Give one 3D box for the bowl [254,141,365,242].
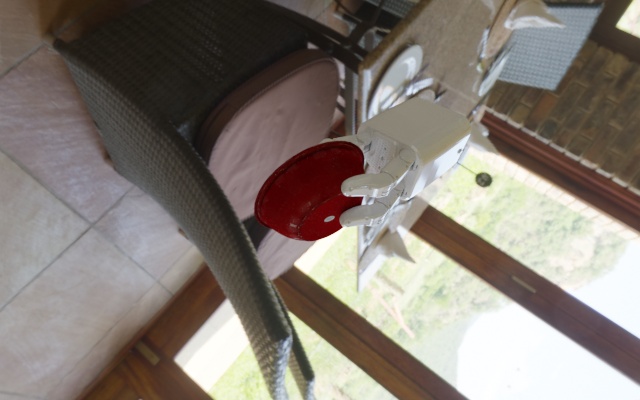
[{"bbox_3d":[-0.001,0.003,0.603,0.162,0.055,0.162,-25,-30,-15],"label":"bowl"}]
